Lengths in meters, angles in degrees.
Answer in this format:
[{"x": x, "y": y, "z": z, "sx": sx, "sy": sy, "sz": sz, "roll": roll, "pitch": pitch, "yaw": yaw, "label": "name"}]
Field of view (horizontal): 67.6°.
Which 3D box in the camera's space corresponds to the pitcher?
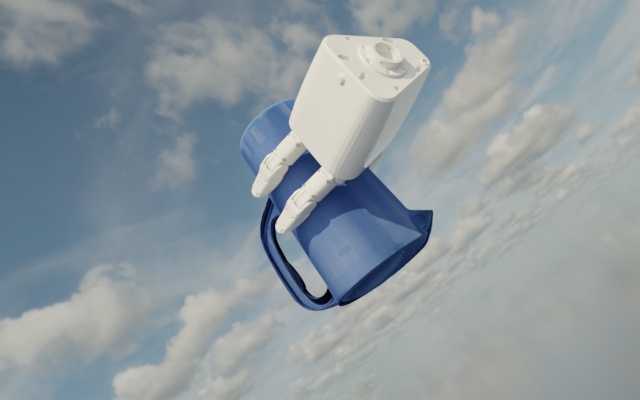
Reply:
[{"x": 0.000, "y": 0.002, "z": 0.578, "sx": 0.149, "sy": 0.242, "sz": 0.145, "roll": -24, "pitch": -24, "yaw": -34, "label": "pitcher"}]
